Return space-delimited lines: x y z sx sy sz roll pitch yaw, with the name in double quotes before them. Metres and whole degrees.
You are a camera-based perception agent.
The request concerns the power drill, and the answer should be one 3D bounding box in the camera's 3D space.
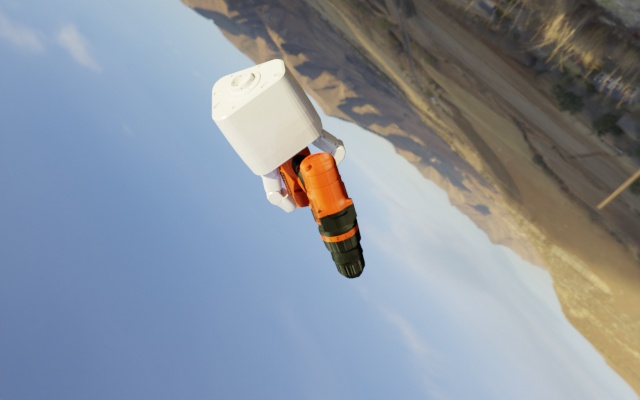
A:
"power drill" 0.000 0.002 0.682 0.057 0.184 0.187 -22 25 -12
